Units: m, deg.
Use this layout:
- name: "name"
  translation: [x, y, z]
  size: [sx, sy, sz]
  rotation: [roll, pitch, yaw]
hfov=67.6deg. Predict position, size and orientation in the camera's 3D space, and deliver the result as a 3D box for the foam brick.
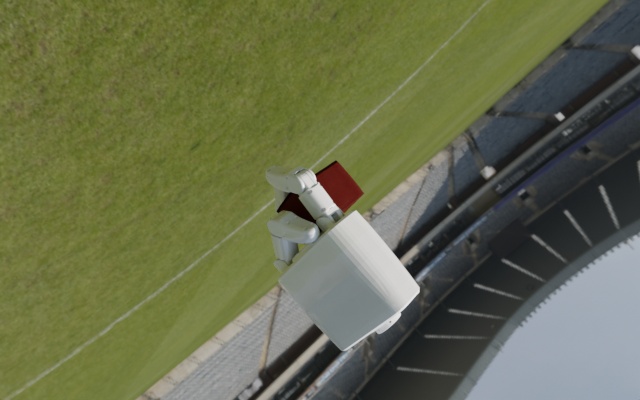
- name: "foam brick"
  translation: [0.000, 0.002, 0.539]
  size: [0.078, 0.051, 0.053]
  rotation: [-36, -9, -40]
